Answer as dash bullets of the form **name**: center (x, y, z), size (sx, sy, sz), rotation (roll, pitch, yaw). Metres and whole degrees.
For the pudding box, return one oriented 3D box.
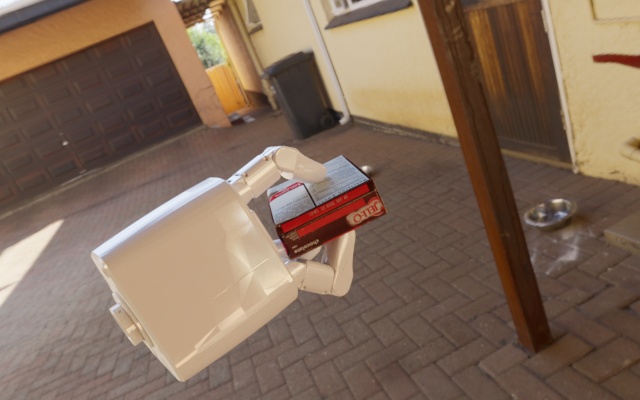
- **pudding box**: center (0.000, 0.001, 0.433), size (0.090, 0.039, 0.113), rotation (-25, 20, -2)
